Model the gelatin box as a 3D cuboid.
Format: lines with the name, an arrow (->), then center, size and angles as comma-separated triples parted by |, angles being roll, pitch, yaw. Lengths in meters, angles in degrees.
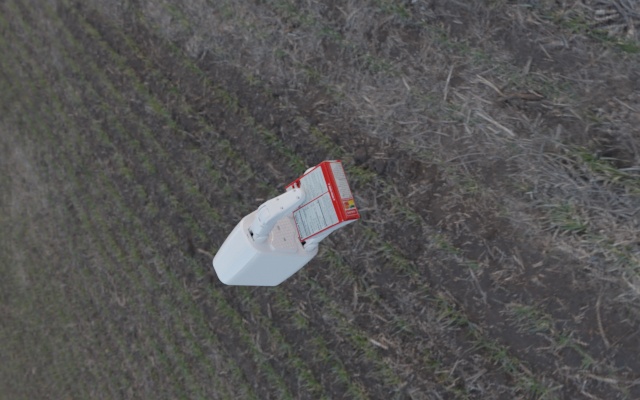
gelatin box -> 0.000, 0.002, 0.572 | 0.030, 0.073, 0.089 | -9, -14, -39
